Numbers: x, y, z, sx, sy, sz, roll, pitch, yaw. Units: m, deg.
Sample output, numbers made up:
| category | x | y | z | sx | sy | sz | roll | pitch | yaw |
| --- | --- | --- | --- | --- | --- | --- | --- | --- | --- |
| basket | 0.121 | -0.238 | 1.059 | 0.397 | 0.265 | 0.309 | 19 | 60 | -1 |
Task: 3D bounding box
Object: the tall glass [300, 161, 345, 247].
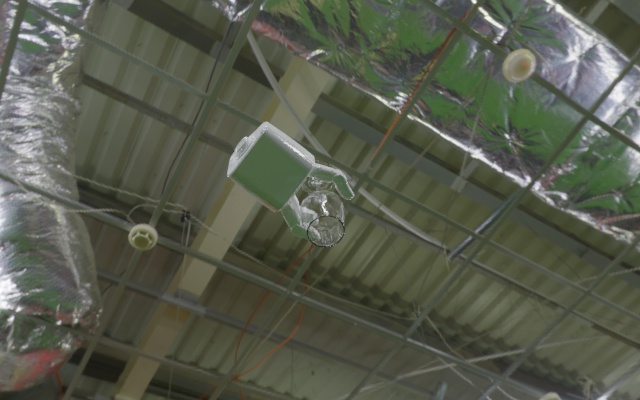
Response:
| category | x | y | z | sx | sy | sz | roll | pitch | yaw |
| --- | --- | --- | --- | --- | --- | --- | --- | --- | --- |
| tall glass | 0.000 | 0.003 | 0.857 | 0.079 | 0.079 | 0.201 | 0 | 29 | -6 |
